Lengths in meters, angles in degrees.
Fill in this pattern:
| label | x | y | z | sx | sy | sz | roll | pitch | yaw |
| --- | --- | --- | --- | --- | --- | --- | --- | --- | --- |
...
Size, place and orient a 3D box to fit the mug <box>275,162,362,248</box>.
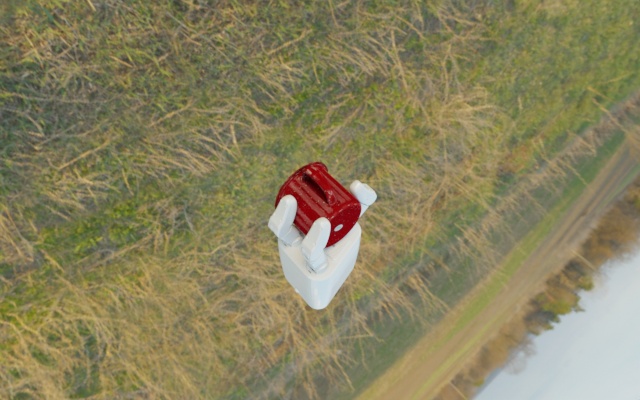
| label | x | y | z | sx | sy | sz | roll | pitch | yaw |
| --- | --- | --- | --- | --- | --- | --- | --- | --- | --- |
| mug | 0.000 | 0.001 | 0.625 | 0.093 | 0.081 | 0.117 | -35 | -29 | -22 |
